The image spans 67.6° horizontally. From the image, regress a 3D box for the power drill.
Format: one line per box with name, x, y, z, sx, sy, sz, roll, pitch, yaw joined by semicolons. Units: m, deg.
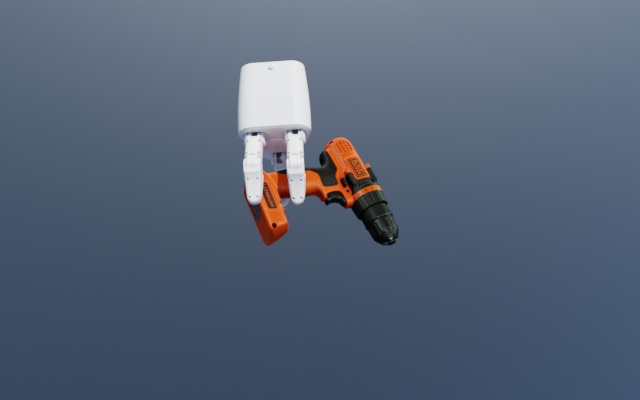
power drill;0.000;0.002;0.669;0.187;0.184;0.057;-14;-31;-26
